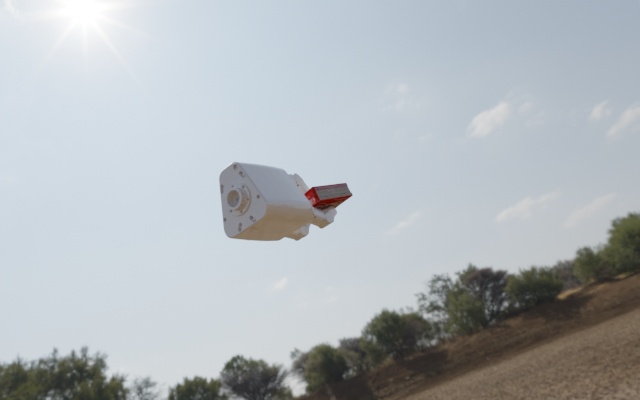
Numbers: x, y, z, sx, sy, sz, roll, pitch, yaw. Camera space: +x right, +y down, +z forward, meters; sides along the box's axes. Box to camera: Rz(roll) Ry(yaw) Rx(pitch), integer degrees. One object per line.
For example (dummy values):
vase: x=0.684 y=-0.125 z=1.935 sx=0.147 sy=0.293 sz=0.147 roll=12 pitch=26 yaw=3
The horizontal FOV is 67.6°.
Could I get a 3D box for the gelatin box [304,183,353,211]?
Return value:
gelatin box: x=0.000 y=0.002 z=0.822 sx=0.089 sy=0.030 sz=0.073 roll=-10 pitch=-22 yaw=-47
